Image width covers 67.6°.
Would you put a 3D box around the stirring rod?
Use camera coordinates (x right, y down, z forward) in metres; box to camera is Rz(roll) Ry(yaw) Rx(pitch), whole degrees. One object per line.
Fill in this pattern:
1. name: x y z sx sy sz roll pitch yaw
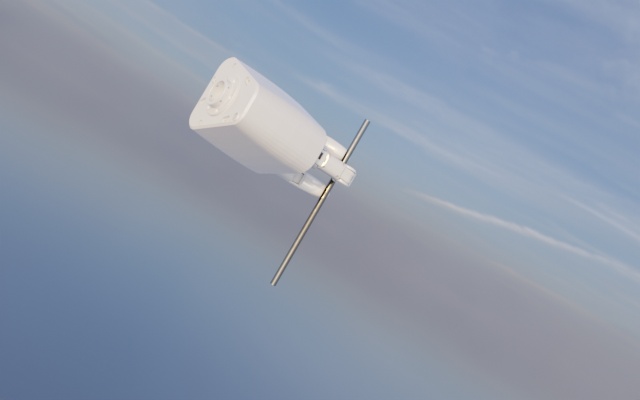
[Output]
1. stirring rod: 0.000 0.002 0.606 0.011 0.239 0.011 30 -2 1
